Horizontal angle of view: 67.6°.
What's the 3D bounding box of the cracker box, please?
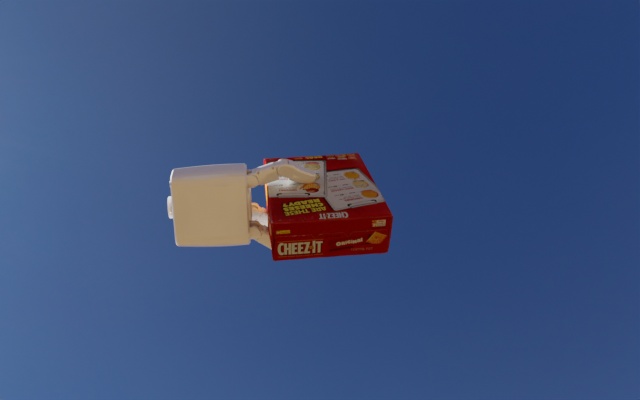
[{"bbox_3d":[0.000,0.002,0.725,0.164,0.072,0.213,-4,29,-8],"label":"cracker box"}]
